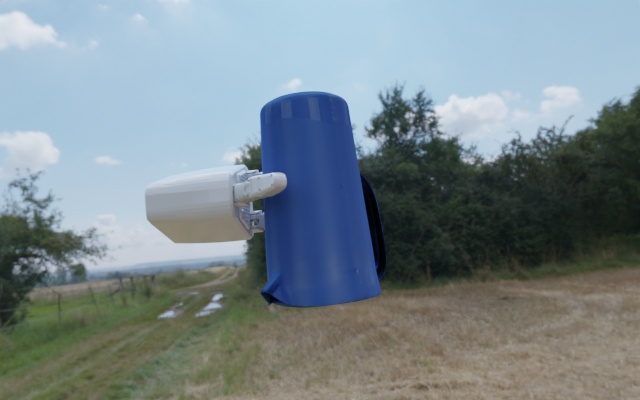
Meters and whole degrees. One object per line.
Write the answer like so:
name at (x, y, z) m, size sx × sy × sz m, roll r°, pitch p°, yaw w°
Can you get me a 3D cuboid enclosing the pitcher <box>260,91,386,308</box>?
pitcher at (0.000, 0.002, 0.575) m, size 0.145 × 0.243 × 0.149 m, roll -6°, pitch -5°, yaw 6°
